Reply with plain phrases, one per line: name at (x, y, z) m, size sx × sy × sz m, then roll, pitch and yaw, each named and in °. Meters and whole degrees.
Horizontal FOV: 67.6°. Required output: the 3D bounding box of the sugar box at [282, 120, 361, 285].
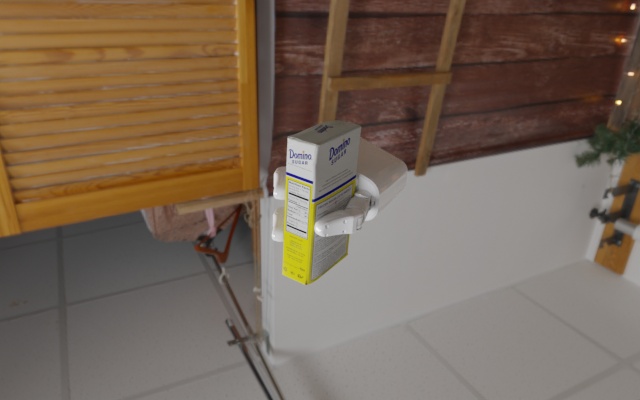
sugar box at (0.000, 0.002, 0.557) m, size 0.048 × 0.176 × 0.093 m, roll 18°, pitch 29°, yaw 30°
